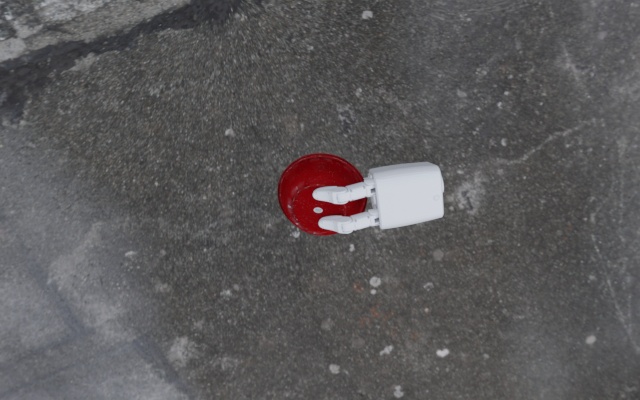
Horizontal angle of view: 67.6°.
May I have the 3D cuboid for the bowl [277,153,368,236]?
[{"bbox_3d":[-0.001,0.003,0.824,0.162,0.162,0.055,0,27,7],"label":"bowl"}]
